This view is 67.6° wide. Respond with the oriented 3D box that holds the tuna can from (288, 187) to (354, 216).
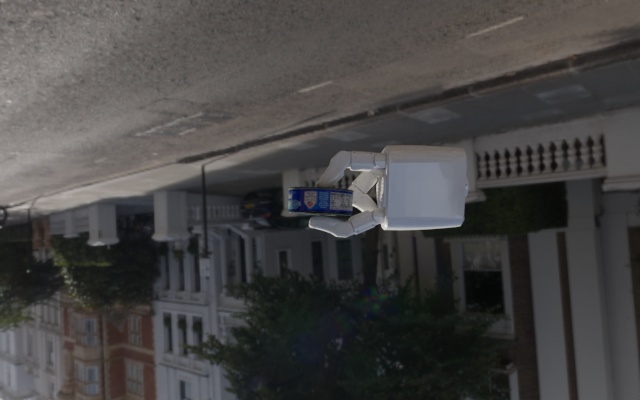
[{"bbox_3d":[0.000,0.003,0.627,0.086,0.034,0.086,2,-3,0],"label":"tuna can"}]
